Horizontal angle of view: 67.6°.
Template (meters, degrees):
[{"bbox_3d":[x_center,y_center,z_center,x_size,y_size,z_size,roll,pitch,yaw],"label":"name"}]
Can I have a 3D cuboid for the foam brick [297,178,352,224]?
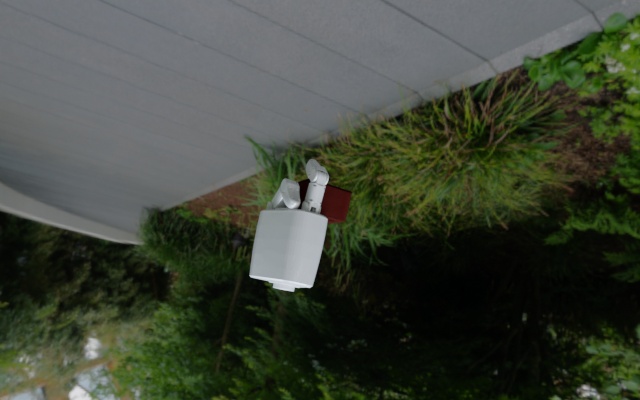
[{"bbox_3d":[0.000,0.002,0.754,0.078,0.051,0.053,17,-15,-26],"label":"foam brick"}]
